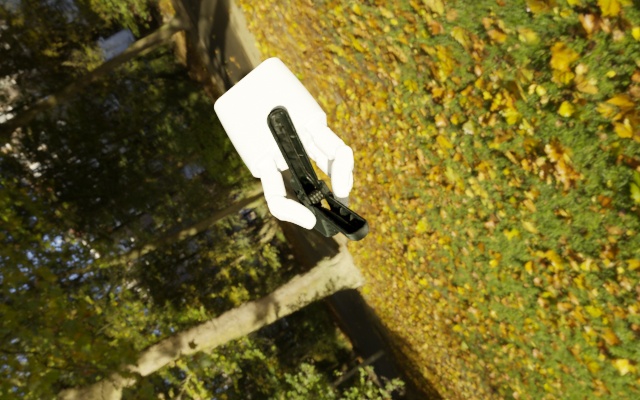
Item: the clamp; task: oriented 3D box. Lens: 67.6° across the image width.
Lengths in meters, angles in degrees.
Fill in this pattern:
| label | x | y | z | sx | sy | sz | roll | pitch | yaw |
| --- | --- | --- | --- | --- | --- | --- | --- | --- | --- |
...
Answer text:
| label | x | y | z | sx | sy | sz | roll | pitch | yaw |
| --- | --- | --- | --- | --- | --- | --- | --- | --- | --- |
| clamp | -0.001 | 0.002 | 0.567 | 0.036 | 0.164 | 0.210 | -33 | -20 | -9 |
